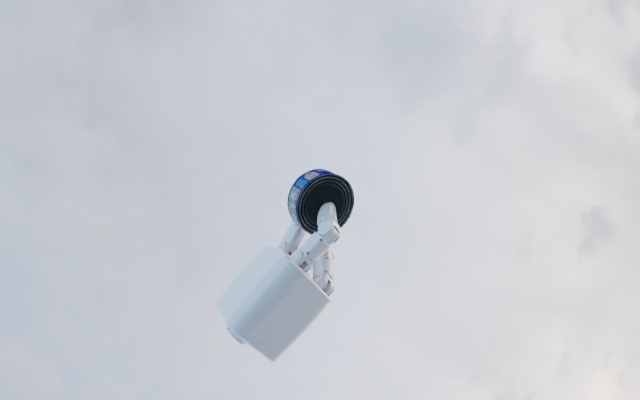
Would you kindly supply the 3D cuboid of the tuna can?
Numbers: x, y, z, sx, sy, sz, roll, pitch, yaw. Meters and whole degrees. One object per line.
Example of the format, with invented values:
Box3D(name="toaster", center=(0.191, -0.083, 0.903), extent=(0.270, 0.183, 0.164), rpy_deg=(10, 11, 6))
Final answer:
Box3D(name="tuna can", center=(0.000, 0.002, 0.633), extent=(0.086, 0.086, 0.033), rpy_deg=(0, 17, -30))
